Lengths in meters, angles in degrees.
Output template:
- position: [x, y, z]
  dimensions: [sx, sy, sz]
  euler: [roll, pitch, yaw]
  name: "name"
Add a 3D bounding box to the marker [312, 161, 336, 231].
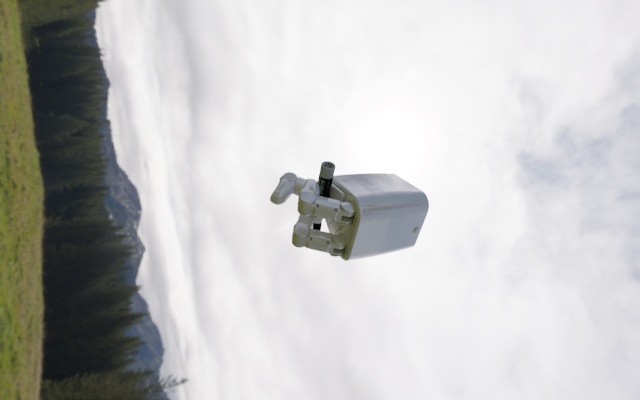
- position: [0.000, 0.002, 0.631]
  dimensions: [0.020, 0.121, 0.020]
  euler: [7, 38, -6]
  name: "marker"
